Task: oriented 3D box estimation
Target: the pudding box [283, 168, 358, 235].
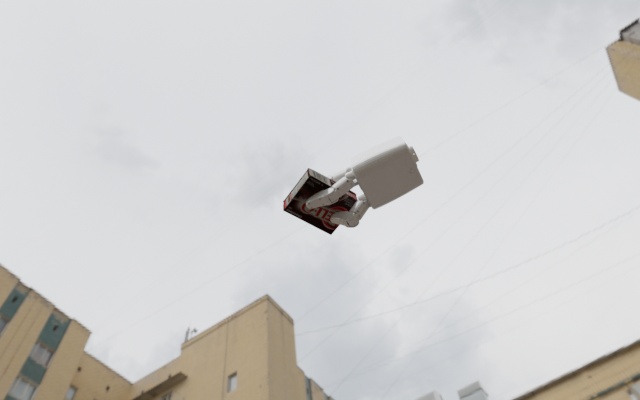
[{"bbox_3d":[0.000,0.003,0.890,0.113,0.090,0.039,29,24,-20],"label":"pudding box"}]
